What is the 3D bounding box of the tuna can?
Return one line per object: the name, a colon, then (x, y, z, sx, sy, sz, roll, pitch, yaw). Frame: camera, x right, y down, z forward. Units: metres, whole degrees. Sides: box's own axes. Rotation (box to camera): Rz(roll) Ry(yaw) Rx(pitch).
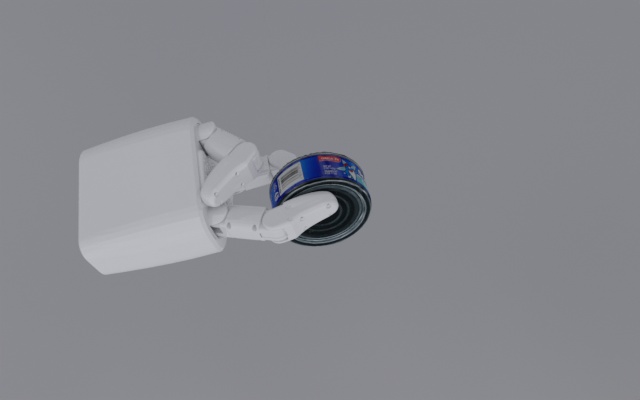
tuna can: (0.000, 0.002, 0.412, 0.086, 0.033, 0.086, -7, -43, -7)
